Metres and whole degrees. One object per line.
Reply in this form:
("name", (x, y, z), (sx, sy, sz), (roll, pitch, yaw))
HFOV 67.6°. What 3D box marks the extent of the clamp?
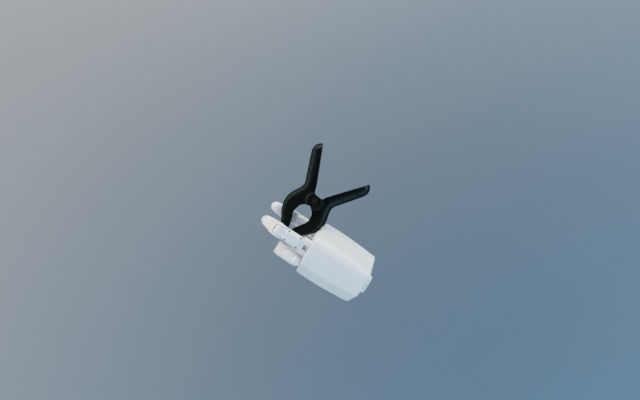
("clamp", (0.000, 0.003, 0.807), (0.120, 0.171, 0.039), (32, -1, 3))
